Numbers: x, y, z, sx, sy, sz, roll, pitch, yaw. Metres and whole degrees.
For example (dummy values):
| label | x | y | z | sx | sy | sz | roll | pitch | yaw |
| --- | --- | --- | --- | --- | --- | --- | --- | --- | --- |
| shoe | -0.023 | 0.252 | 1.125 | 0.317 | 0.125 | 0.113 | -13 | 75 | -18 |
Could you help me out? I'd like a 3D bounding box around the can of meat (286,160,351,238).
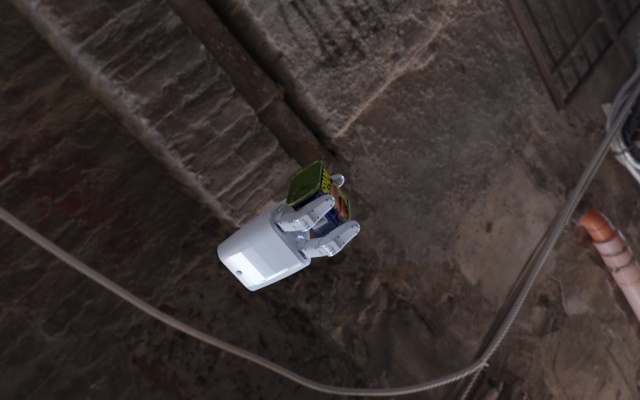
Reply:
| label | x | y | z | sx | sy | sz | roll | pitch | yaw |
| --- | --- | --- | --- | --- | --- | --- | --- | --- | --- |
| can of meat | 0.000 | 0.002 | 0.697 | 0.057 | 0.084 | 0.102 | -31 | 23 | 18 |
